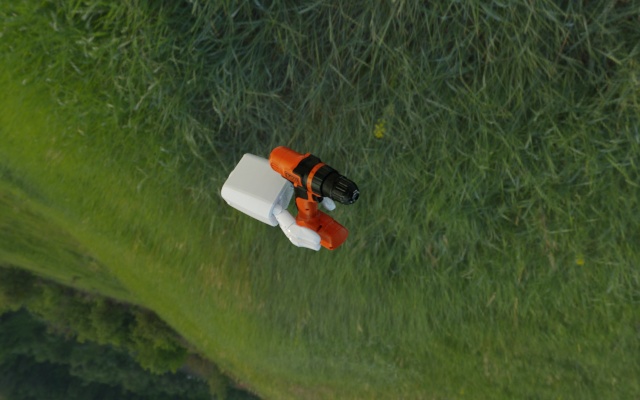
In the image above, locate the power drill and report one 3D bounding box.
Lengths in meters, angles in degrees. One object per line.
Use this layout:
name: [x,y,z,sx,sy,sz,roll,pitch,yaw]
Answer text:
power drill: [0.000,0.003,0.839,0.184,0.188,0.057,30,59,33]
